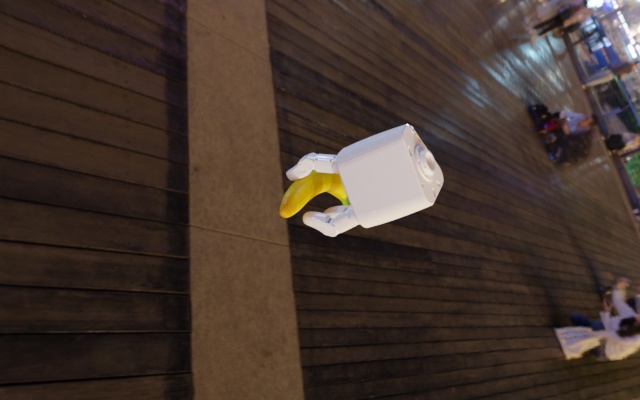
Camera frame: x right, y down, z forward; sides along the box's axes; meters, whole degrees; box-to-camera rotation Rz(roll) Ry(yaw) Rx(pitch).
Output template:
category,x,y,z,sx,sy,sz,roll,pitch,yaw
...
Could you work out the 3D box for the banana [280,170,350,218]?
category,x,y,z,sx,sy,sz,roll,pitch,yaw
banana,-0.002,-0.016,0.758,0.037,0.069,0.198,-15,-5,34
